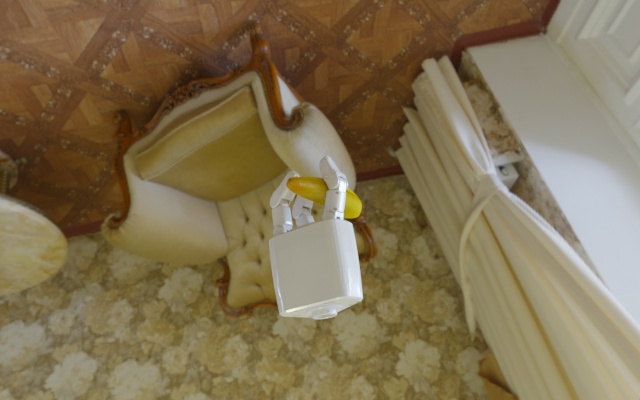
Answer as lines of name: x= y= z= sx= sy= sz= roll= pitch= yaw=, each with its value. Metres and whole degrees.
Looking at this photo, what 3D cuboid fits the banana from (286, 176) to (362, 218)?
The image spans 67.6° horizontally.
banana: x=0.019 y=0.000 z=0.710 sx=0.069 sy=0.037 sz=0.198 roll=-9 pitch=-17 yaw=19
